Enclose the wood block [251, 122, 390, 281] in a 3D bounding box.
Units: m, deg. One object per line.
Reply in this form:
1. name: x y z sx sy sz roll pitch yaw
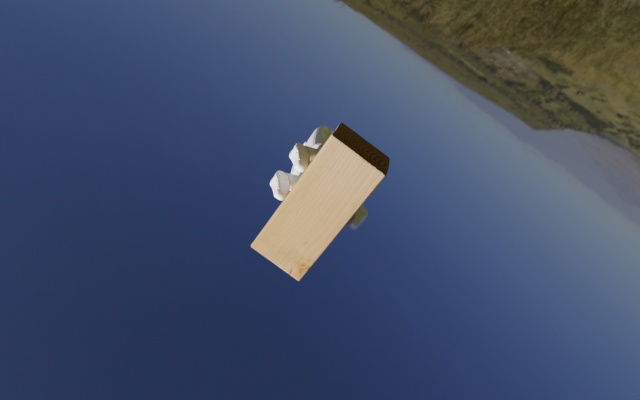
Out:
1. wood block: 0.000 0.002 0.691 0.091 0.206 0.090 36 23 -3
